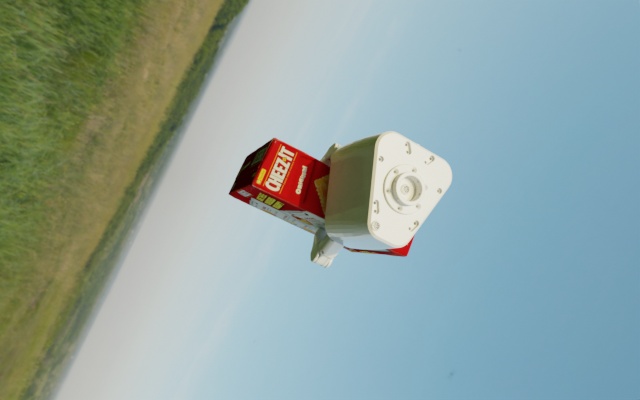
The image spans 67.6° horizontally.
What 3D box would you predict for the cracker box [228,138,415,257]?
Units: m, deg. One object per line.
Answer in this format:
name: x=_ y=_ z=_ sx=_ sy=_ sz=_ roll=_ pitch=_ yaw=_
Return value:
cracker box: x=0.000 y=0.002 z=0.637 sx=0.214 sy=0.072 sz=0.164 roll=26 pitch=-12 yaw=-17
